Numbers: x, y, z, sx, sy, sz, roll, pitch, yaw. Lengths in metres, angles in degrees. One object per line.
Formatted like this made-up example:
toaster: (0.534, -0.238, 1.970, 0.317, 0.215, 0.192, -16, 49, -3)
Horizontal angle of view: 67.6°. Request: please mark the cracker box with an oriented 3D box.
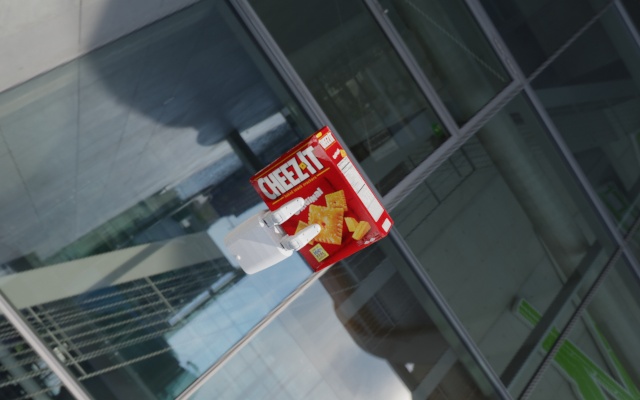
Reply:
cracker box: (0.000, 0.003, 0.853, 0.164, 0.214, 0.072, -31, 9, 30)
